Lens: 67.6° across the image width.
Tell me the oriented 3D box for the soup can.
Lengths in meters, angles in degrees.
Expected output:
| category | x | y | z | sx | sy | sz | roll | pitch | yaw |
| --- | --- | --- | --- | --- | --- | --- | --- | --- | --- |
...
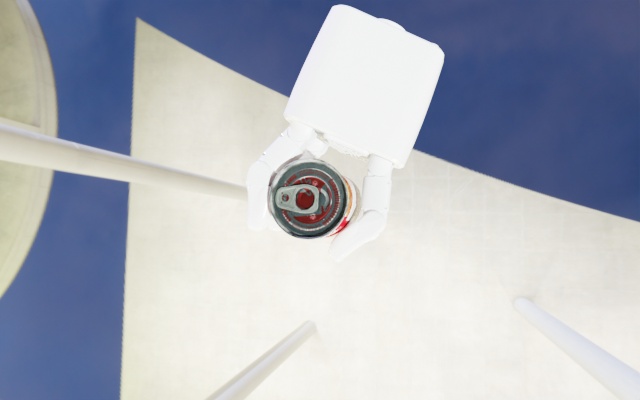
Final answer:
| category | x | y | z | sx | sy | sz | roll | pitch | yaw |
| --- | --- | --- | --- | --- | --- | --- | --- | --- | --- |
| soup can | 0.000 | 0.002 | 0.443 | 0.068 | 0.068 | 0.102 | 0 | -3 | 12 |
